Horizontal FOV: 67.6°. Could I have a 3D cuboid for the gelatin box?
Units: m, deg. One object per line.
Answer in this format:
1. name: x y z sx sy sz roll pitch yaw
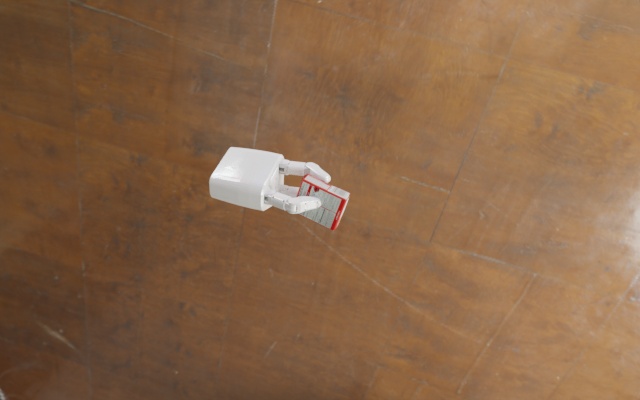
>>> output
1. gelatin box: 0.000 0.003 0.859 0.089 0.073 0.030 25 33 9
